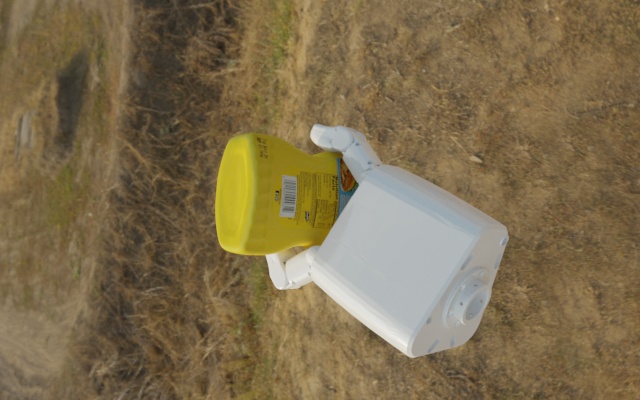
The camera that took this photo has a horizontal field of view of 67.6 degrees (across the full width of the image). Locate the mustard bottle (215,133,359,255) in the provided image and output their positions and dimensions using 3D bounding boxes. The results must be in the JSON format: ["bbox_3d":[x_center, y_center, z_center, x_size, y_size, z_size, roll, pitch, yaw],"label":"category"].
[{"bbox_3d":[0.000,0.001,0.437,0.191,0.096,0.058,6,-5,-44],"label":"mustard bottle"}]
